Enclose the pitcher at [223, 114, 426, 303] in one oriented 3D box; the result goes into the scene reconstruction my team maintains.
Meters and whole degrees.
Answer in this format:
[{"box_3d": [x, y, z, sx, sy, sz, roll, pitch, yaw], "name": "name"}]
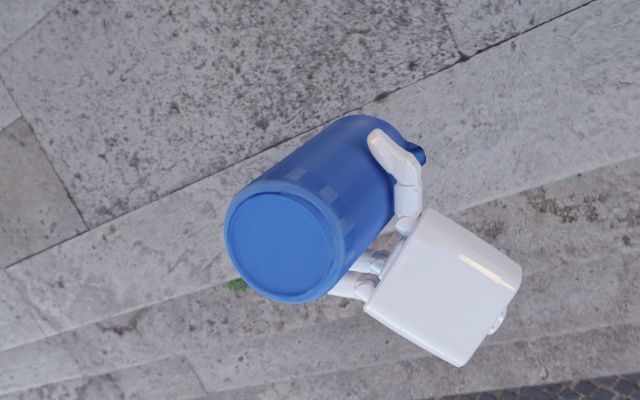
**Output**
[{"box_3d": [0.000, 0.002, 0.482, 0.145, 0.149, 0.242, 31, 27, 9], "name": "pitcher"}]
